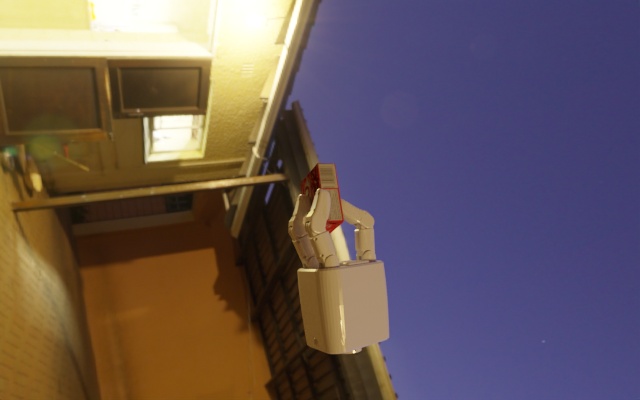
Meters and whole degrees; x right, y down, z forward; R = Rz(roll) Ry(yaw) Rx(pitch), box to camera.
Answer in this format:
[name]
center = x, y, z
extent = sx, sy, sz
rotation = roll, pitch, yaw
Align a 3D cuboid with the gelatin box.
[gelatin box]
center = 0.000, 0.002, 0.667
extent = 0.030, 0.089, 0.073
rotation = 0, -20, -22
